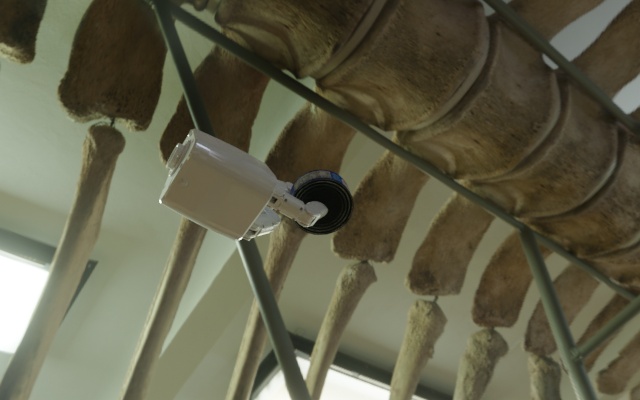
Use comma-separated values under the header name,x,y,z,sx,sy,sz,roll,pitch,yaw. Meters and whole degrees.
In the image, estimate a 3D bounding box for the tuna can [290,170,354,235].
name,x,y,z,sx,sy,sz,roll,pitch,yaw
tuna can,0.000,0.002,0.648,0.086,0.086,0.033,0,28,-7
